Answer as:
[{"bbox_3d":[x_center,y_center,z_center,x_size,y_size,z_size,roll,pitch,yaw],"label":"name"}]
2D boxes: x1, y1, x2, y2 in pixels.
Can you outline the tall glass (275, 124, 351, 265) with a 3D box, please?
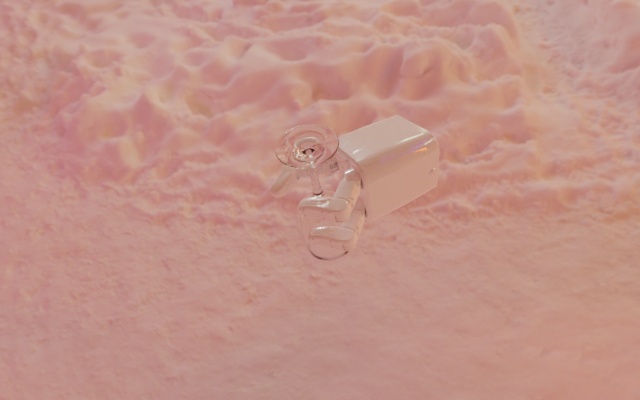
[{"bbox_3d":[0.000,0.002,0.615,0.079,0.079,0.201,0,-41,11],"label":"tall glass"}]
